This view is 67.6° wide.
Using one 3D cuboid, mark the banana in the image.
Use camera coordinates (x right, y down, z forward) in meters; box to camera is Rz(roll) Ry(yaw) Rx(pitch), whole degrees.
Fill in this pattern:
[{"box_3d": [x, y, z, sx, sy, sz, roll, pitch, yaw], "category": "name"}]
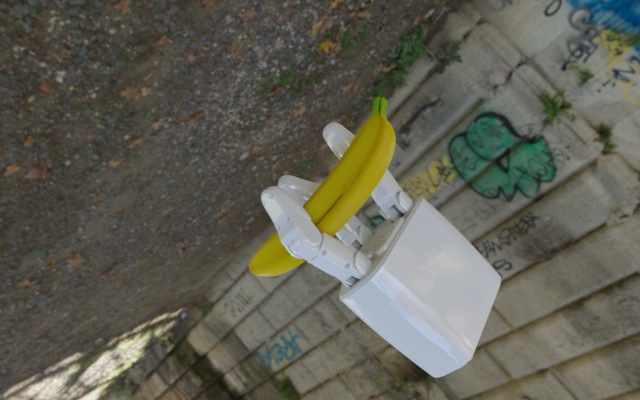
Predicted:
[{"box_3d": [0.003, 0.005, 0.399, 0.037, 0.198, 0.069, 36, 14, -13], "category": "banana"}]
